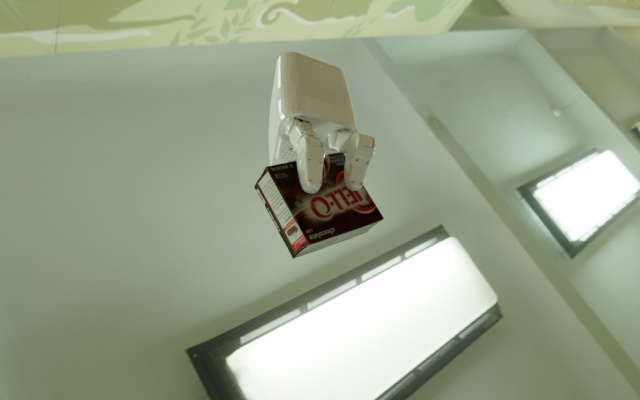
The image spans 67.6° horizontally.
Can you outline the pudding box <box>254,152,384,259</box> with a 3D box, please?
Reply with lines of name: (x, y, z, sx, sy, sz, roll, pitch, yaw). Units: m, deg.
pudding box: (0.000, 0.002, 0.496, 0.113, 0.090, 0.039, -17, -22, -40)
